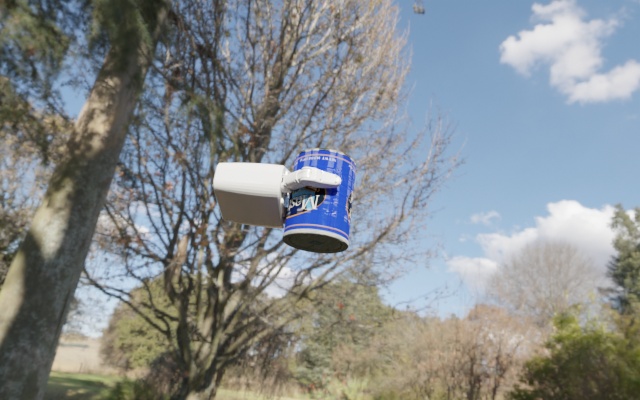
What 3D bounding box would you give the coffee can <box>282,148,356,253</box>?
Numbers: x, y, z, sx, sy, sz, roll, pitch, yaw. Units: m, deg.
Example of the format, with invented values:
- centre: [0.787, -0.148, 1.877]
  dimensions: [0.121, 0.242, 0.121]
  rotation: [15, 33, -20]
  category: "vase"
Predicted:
- centre: [0.000, 0.003, 0.758]
  dimensions: [0.103, 0.140, 0.103]
  rotation: [6, -22, 3]
  category: "coffee can"
